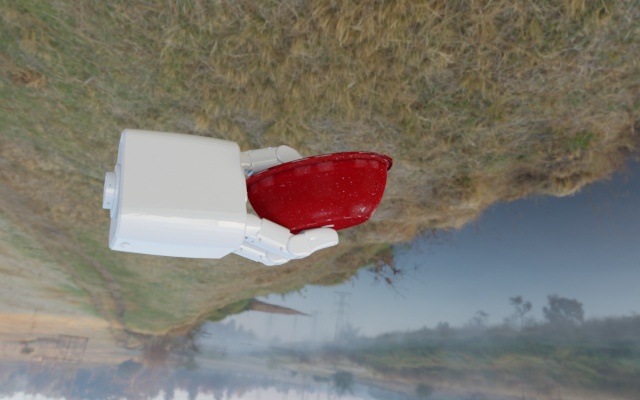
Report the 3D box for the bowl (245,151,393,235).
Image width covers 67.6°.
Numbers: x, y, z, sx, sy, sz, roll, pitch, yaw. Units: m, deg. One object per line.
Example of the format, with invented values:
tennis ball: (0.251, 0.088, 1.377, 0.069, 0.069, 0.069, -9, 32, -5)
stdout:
bowl: (0.001, 0.002, 0.490, 0.162, 0.055, 0.162, -11, -11, -2)
